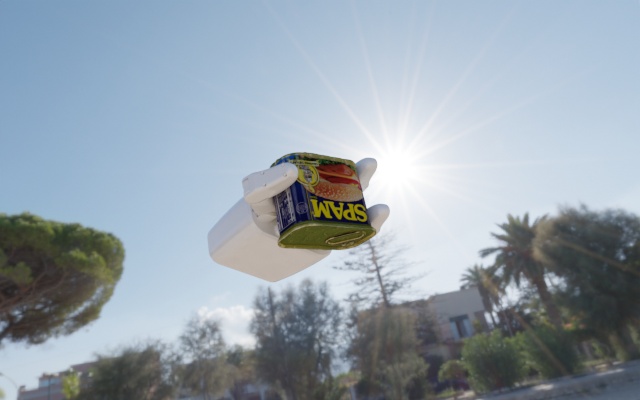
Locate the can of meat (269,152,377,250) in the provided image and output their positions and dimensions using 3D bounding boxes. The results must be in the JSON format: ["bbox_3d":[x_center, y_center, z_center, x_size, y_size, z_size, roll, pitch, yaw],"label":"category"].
[{"bbox_3d":[0.000,0.001,0.491,0.102,0.084,0.057,7,-30,-36],"label":"can of meat"}]
